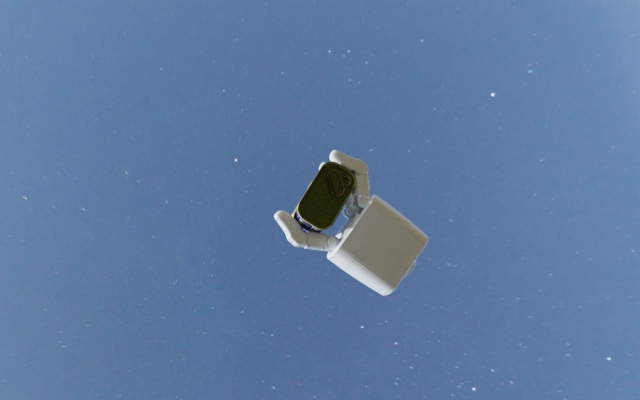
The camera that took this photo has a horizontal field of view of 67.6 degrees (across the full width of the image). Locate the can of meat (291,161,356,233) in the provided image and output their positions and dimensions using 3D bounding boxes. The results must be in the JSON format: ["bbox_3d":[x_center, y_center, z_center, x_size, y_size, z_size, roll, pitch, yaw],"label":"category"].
[{"bbox_3d":[0.000,0.002,0.717,0.057,0.102,0.084,32,-20,-4],"label":"can of meat"}]
